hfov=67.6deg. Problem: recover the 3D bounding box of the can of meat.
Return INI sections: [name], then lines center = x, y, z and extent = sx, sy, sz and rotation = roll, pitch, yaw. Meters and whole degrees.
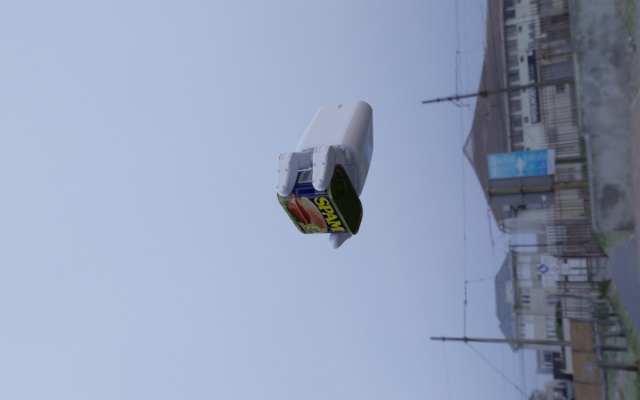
[can of meat]
center = 0.000, 0.002, 0.656
extent = 0.084, 0.057, 0.102
rotation = -4, -44, 28
